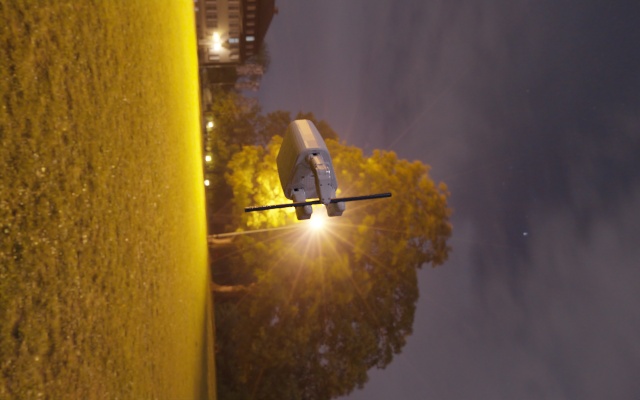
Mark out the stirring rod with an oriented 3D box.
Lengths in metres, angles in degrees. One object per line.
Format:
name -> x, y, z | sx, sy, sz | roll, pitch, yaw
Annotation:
stirring rod -> 0.000, 0.002, 0.762 | 0.239, 0.011, 0.011 | -6, 1, -13
